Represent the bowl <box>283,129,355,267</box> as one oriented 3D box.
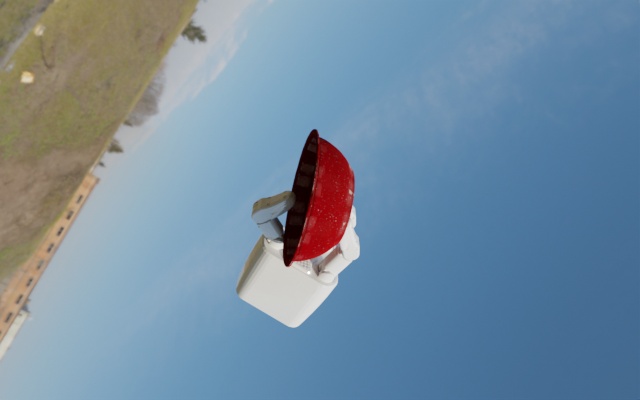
[{"bbox_3d":[0.001,0.001,0.553,0.055,0.162,0.162,11,-2,-10],"label":"bowl"}]
